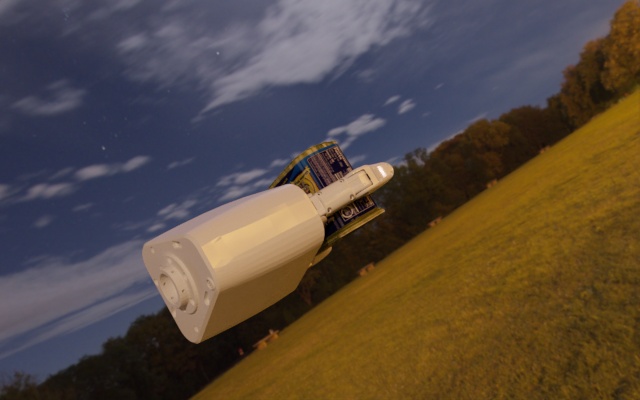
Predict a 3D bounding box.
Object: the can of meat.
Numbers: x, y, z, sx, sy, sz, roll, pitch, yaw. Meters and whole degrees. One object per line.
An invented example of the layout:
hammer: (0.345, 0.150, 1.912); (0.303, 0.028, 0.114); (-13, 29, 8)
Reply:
can of meat: (0.000, 0.001, 0.466); (0.057, 0.084, 0.102); (-27, -8, -38)
